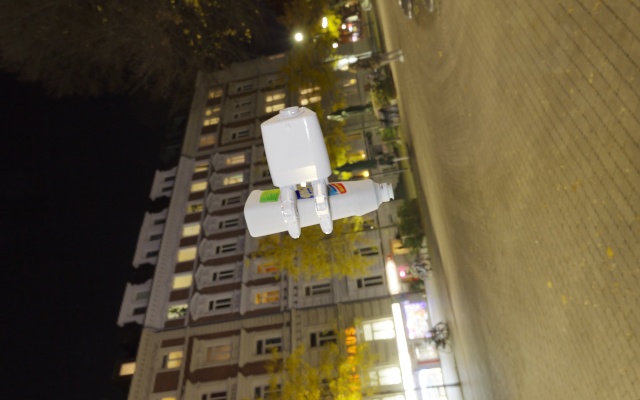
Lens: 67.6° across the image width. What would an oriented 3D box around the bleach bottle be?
[{"bbox_3d":[0.000,0.003,0.833,0.251,0.068,0.102,-10,20,8],"label":"bleach bottle"}]
